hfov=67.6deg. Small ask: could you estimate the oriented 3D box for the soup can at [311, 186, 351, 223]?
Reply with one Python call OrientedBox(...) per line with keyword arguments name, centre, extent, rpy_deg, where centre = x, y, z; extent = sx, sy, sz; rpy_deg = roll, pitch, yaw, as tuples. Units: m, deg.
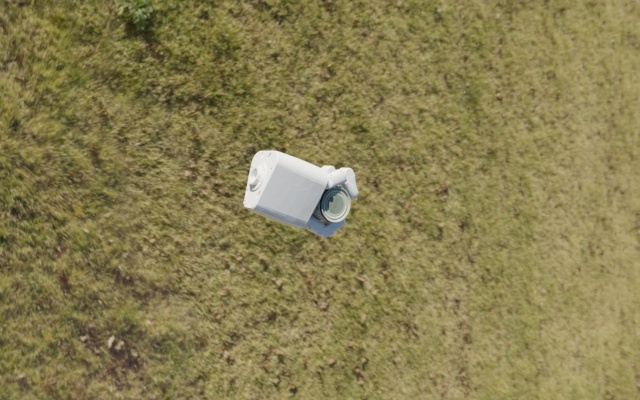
OrientedBox(name="soup can", centre=(0.001, 0.003, 0.886), extent=(0.068, 0.068, 0.102), rpy_deg=(0, 5, -34))
